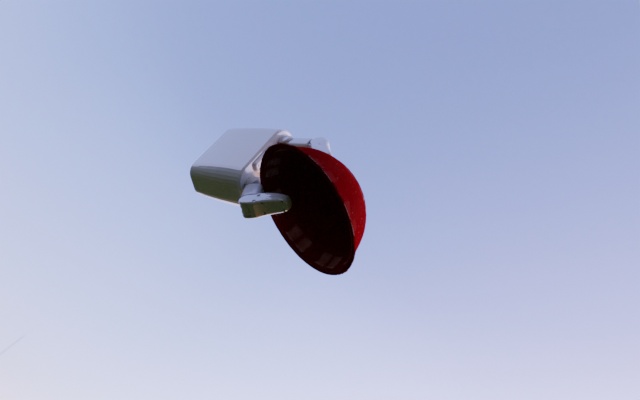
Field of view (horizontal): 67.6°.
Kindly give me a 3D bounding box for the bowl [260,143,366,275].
[{"bbox_3d":[0.001,0.002,0.541,0.055,0.162,0.162,-29,16,-31],"label":"bowl"}]
